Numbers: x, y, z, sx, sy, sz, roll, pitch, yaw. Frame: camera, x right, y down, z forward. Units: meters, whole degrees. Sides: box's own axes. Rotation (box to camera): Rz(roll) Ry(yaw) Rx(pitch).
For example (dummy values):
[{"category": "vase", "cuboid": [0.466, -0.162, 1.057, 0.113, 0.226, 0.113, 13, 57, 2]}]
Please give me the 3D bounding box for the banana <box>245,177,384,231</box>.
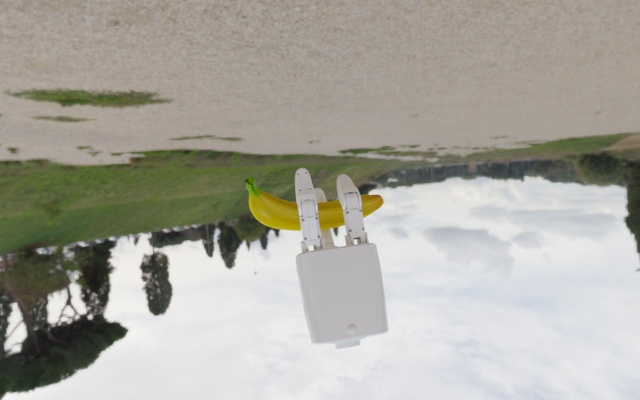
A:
[{"category": "banana", "cuboid": [-0.011, 0.012, 0.620, 0.198, 0.037, 0.070, 5, -38, -29]}]
